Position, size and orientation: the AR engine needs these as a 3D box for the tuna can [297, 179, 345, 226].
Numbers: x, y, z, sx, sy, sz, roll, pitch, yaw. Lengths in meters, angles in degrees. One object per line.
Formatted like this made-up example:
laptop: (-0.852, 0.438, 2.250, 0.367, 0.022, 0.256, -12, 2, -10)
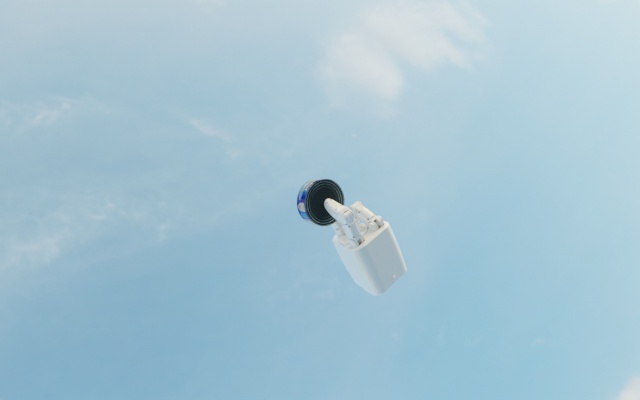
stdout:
tuna can: (0.000, 0.003, 0.871, 0.086, 0.086, 0.034, 0, 4, -34)
